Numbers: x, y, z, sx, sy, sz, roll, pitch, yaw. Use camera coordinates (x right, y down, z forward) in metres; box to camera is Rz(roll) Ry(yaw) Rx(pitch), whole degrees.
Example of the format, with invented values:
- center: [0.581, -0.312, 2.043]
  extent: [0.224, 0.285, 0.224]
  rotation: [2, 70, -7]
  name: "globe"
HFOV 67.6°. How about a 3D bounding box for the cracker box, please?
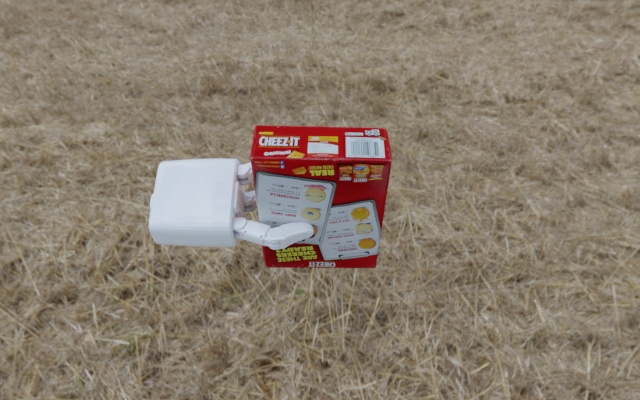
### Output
- center: [0.000, 0.002, 0.635]
  extent: [0.164, 0.072, 0.214]
  rotation: [1, -43, 1]
  name: "cracker box"
